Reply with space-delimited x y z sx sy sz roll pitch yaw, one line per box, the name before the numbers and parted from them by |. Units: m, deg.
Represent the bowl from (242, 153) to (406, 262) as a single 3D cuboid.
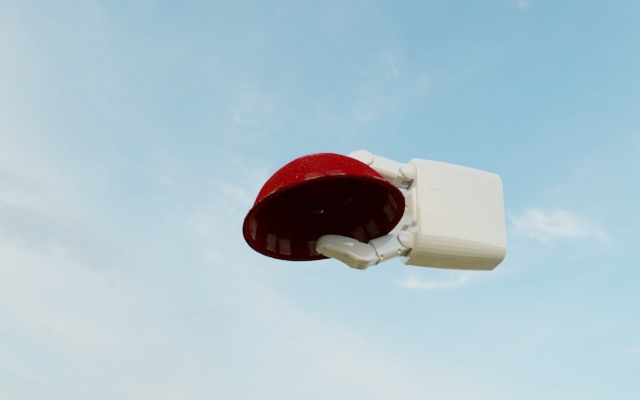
bowl | -0.001 0.001 0.479 0.162 0.055 0.162 -9 -32 -5
